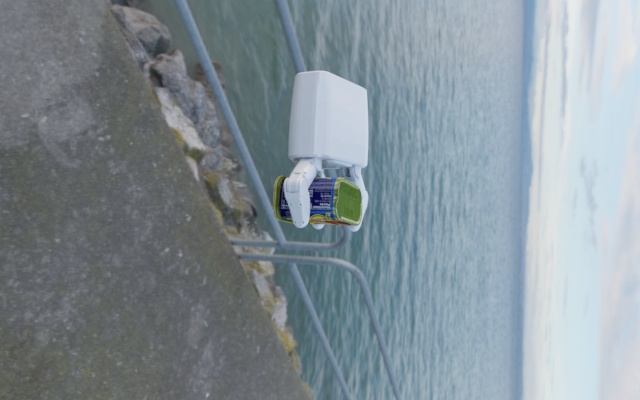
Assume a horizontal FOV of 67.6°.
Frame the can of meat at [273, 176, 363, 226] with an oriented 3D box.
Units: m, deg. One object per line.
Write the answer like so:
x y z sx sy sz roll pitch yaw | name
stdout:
0.000 0.002 0.610 0.084 0.057 0.102 1 -8 23 | can of meat
